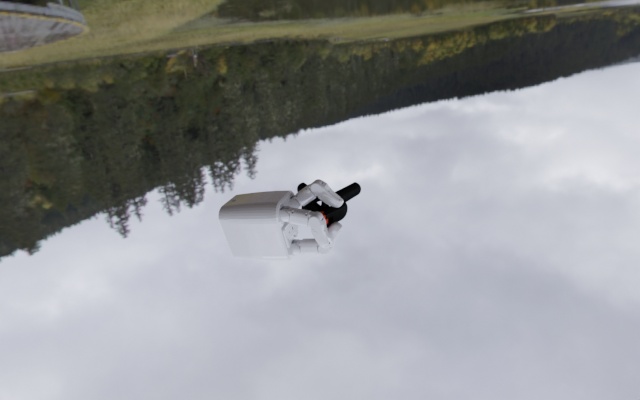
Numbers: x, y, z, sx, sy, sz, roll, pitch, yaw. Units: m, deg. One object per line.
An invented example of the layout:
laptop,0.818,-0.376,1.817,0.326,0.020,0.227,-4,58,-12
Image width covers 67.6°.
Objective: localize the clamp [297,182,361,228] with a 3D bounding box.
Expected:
clamp,0.000,0.003,0.847,0.120,0.039,0.171,-2,19,16
